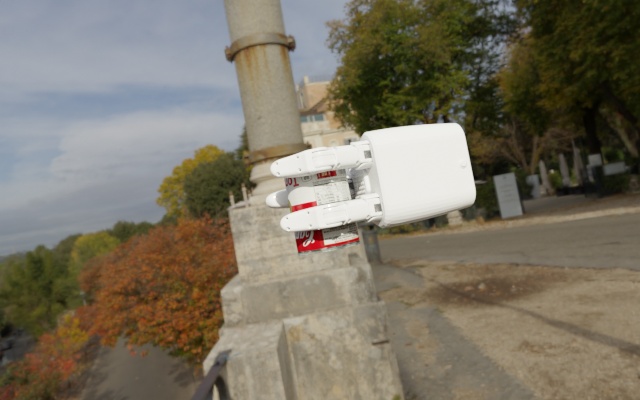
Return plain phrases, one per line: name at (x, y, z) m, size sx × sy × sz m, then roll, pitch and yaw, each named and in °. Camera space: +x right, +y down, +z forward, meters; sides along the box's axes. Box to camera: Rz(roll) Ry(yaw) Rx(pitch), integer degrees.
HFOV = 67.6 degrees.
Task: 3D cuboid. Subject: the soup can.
soup can at (0.000, 0.001, 0.506) m, size 0.068 × 0.102 × 0.068 m, roll -11°, pitch -2°, yaw 0°
